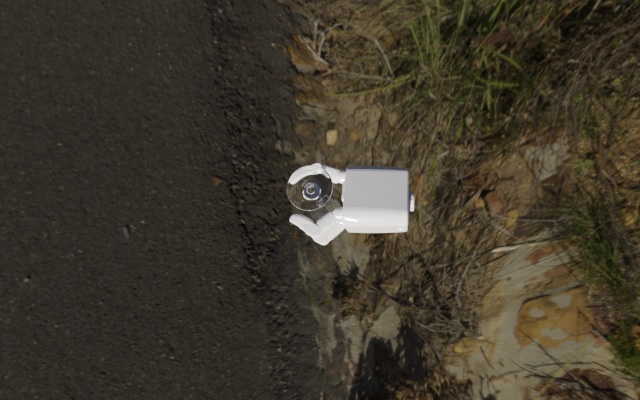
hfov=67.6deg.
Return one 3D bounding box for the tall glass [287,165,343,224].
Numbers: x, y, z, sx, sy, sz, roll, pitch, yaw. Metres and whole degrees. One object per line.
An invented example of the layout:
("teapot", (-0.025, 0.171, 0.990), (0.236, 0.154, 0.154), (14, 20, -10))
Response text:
("tall glass", (0.000, 0.003, 0.844), (0.079, 0.079, 0.201), (0, -13, 10))
